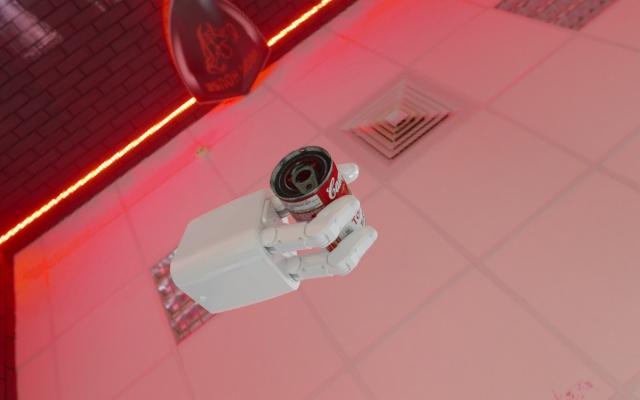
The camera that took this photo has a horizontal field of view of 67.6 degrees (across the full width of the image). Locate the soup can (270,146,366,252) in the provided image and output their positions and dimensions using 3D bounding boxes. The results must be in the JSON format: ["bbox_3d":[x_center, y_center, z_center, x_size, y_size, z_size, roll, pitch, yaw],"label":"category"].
[{"bbox_3d":[0.001,0.002,0.503,0.068,0.068,0.102,0,-37,30],"label":"soup can"}]
